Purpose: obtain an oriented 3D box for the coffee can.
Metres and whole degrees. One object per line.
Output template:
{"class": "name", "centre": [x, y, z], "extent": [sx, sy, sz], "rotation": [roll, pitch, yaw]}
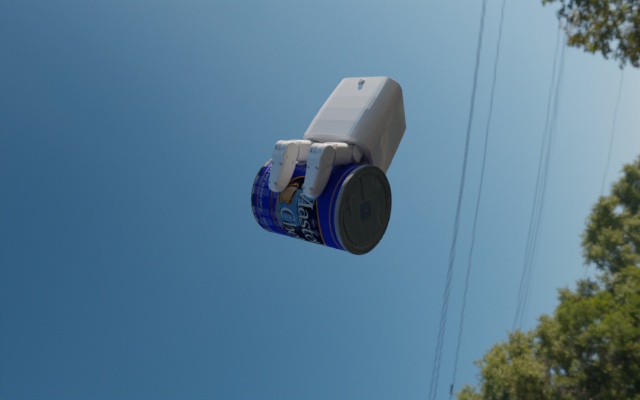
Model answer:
{"class": "coffee can", "centre": [0.000, 0.002, 0.580], "extent": [0.140, 0.103, 0.103], "rotation": [10, 7, 40]}
